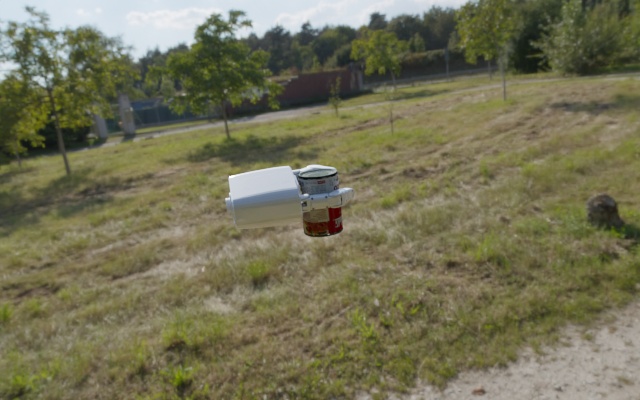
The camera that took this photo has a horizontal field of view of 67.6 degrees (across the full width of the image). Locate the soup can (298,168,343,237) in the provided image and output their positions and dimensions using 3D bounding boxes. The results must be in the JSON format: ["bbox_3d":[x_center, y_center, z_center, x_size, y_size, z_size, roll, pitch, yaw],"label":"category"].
[{"bbox_3d":[0.001,0.002,0.802,0.068,0.102,0.068,-5,15,1],"label":"soup can"}]
